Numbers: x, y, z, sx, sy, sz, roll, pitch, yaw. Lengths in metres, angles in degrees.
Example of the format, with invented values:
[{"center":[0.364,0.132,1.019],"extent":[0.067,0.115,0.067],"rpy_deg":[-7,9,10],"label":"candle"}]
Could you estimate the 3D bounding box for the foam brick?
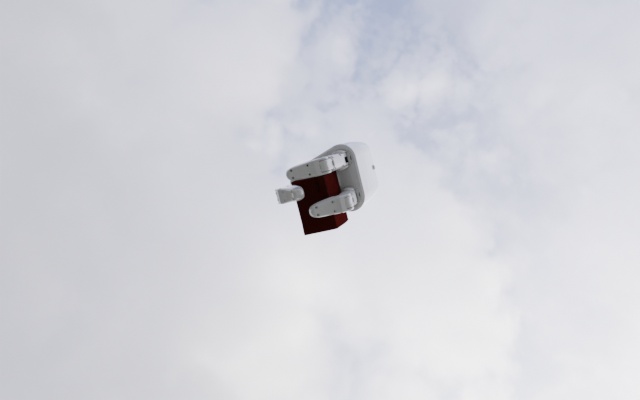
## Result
[{"center":[0.000,0.003,0.672],"extent":[0.053,0.078,0.051],"rpy_deg":[-11,7,23],"label":"foam brick"}]
